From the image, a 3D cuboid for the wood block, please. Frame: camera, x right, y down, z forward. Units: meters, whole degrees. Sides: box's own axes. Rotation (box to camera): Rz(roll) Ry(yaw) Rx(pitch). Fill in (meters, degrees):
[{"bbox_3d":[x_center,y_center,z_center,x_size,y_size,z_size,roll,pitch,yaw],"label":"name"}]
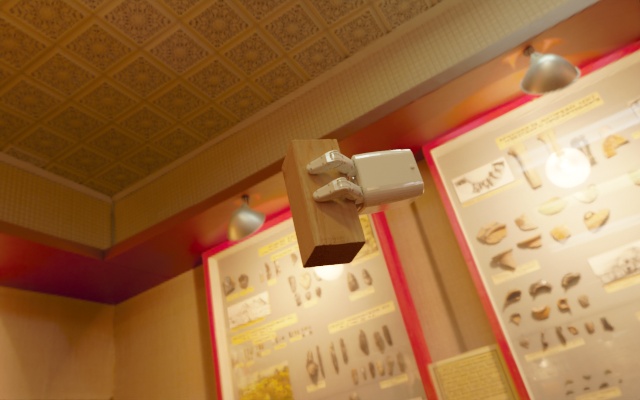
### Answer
[{"bbox_3d":[0.000,0.003,0.833,0.090,0.206,0.091,-4,-30,-18],"label":"wood block"}]
